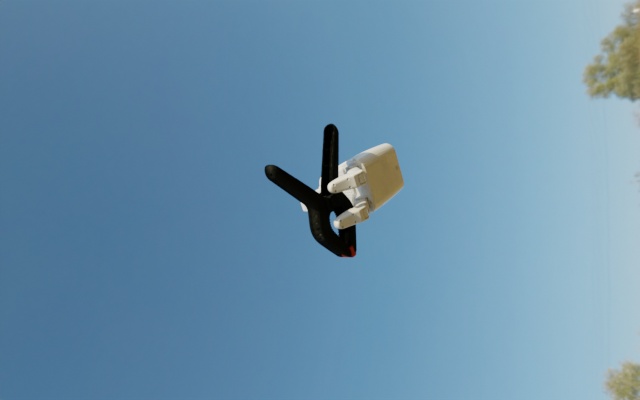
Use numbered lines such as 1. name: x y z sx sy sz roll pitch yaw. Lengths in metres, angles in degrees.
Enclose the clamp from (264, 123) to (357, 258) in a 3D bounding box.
1. clamp: 0.000 0.003 0.736 0.036 0.210 0.164 -4 19 44
